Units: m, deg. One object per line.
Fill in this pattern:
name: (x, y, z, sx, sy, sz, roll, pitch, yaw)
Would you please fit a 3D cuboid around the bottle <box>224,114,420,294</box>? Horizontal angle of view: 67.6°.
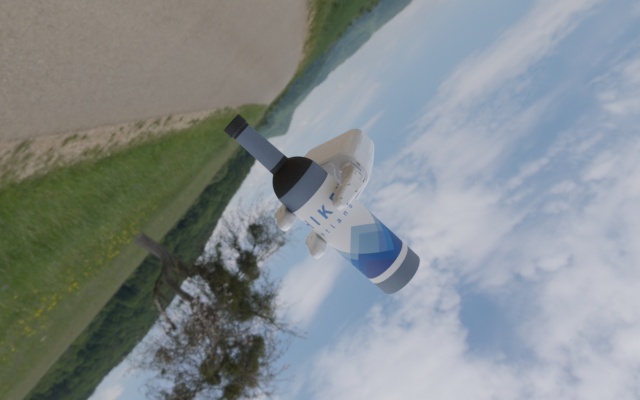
bottle: (0.000, 0.002, 0.603, 0.296, 0.069, 0.069, 42, -10, -12)
